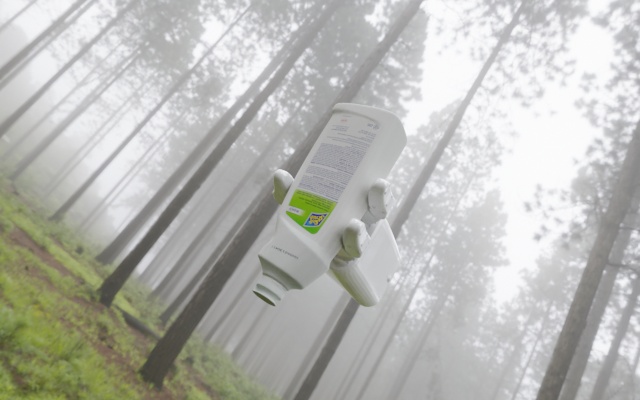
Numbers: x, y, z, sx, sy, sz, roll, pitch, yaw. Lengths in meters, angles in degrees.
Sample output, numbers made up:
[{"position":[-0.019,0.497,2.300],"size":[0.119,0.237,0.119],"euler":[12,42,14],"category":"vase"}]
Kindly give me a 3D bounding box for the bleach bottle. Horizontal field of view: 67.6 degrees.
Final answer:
[{"position":[0.000,0.002,0.539],"size":[0.102,0.250,0.068],"euler":[17,-27,36],"category":"bleach bottle"}]
